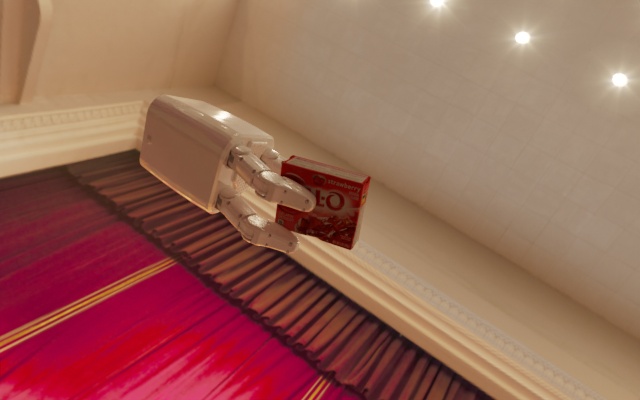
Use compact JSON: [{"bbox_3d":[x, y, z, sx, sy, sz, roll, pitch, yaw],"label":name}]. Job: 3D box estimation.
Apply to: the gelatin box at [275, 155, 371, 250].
[{"bbox_3d":[0.001,0.002,0.484,0.089,0.073,0.030,17,25,16],"label":"gelatin box"}]
